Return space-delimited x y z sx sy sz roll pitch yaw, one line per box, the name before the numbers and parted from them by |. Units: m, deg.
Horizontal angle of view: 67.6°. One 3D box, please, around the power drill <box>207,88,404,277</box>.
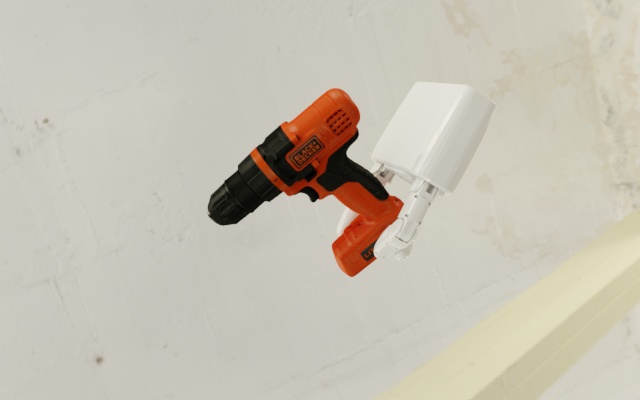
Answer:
power drill | 0.001 0.002 0.512 0.188 0.184 0.057 46 8 -34
